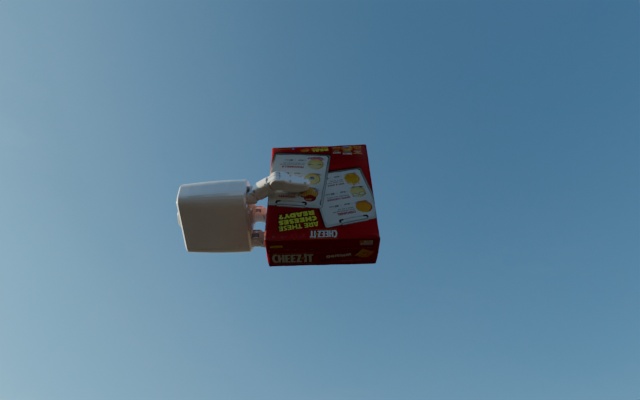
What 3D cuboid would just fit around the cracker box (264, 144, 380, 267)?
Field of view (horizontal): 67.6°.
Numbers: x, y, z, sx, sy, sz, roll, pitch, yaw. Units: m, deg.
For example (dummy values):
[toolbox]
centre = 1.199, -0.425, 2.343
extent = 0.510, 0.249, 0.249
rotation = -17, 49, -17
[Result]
[cracker box]
centre = 0.000, 0.002, 0.760
extent = 0.164, 0.072, 0.213
rotation = -2, 45, 0
